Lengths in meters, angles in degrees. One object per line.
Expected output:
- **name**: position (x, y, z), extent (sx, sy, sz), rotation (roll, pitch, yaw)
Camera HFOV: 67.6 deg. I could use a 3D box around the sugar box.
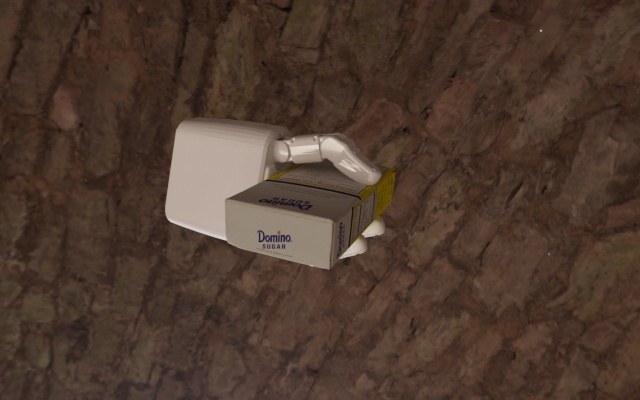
- **sugar box**: position (0.000, 0.002, 0.431), extent (0.093, 0.048, 0.176), rotation (11, 22, 21)
